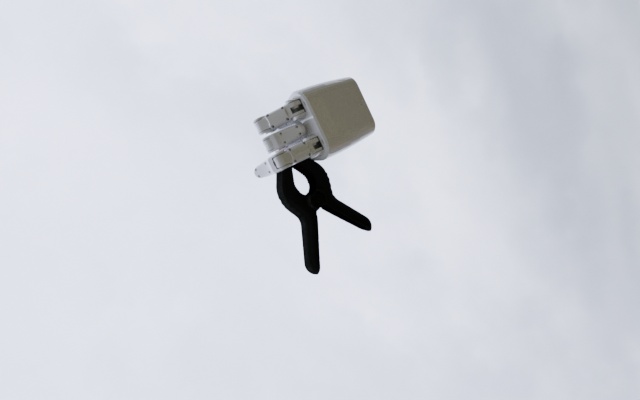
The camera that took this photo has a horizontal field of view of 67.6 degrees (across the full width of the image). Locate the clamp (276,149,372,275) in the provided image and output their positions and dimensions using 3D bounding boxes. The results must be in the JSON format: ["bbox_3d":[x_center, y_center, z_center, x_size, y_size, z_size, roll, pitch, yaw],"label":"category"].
[{"bbox_3d":[0.000,0.002,0.662,0.120,0.171,0.039,-27,8,-34],"label":"clamp"}]
